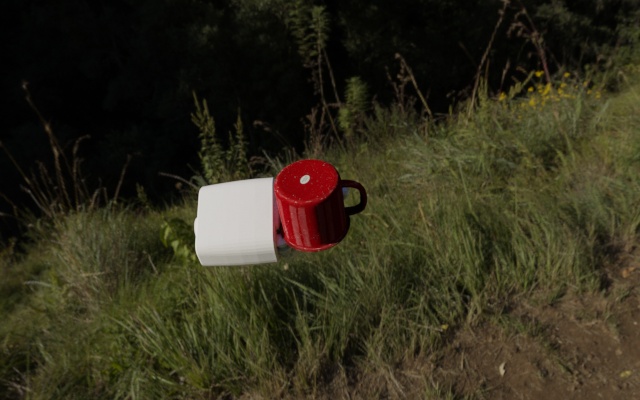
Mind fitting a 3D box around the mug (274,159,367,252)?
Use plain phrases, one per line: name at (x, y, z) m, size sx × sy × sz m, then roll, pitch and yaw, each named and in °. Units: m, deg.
mug at (0.002, 0.002, 0.595) m, size 0.117 × 0.093 × 0.082 m, roll -7°, pitch -45°, yaw 3°
